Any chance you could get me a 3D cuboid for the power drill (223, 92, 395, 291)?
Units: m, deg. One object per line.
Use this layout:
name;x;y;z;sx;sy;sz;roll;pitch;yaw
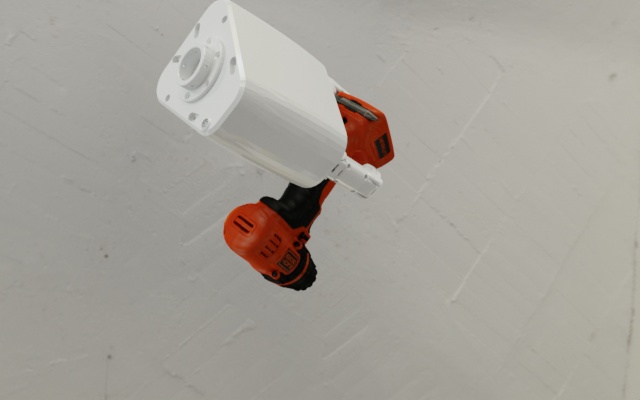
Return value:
power drill;0.000;0.001;0.480;0.057;0.187;0.184;32;-11;23
